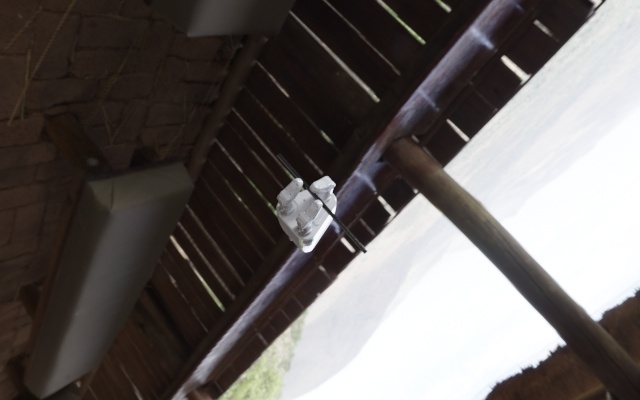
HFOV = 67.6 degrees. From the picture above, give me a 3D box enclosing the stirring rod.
[{"bbox_3d":[0.000,0.003,0.846,0.011,0.239,0.011,-38,-16,-13],"label":"stirring rod"}]
